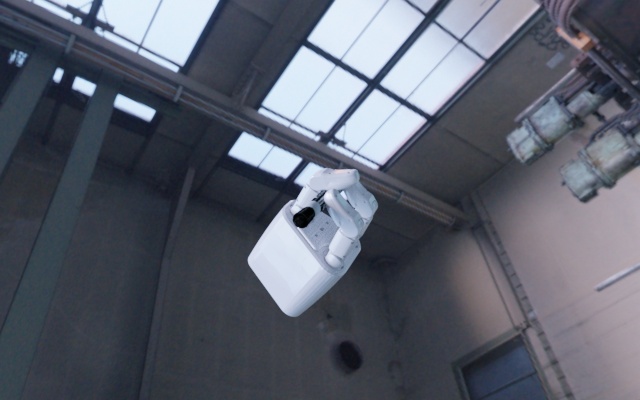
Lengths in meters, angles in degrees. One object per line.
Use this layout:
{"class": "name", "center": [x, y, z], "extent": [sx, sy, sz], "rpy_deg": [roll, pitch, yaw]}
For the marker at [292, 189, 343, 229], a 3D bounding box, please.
{"class": "marker", "center": [0.000, 0.002, 0.552], "extent": [0.020, 0.020, 0.121], "rpy_deg": [0, 22, 25]}
